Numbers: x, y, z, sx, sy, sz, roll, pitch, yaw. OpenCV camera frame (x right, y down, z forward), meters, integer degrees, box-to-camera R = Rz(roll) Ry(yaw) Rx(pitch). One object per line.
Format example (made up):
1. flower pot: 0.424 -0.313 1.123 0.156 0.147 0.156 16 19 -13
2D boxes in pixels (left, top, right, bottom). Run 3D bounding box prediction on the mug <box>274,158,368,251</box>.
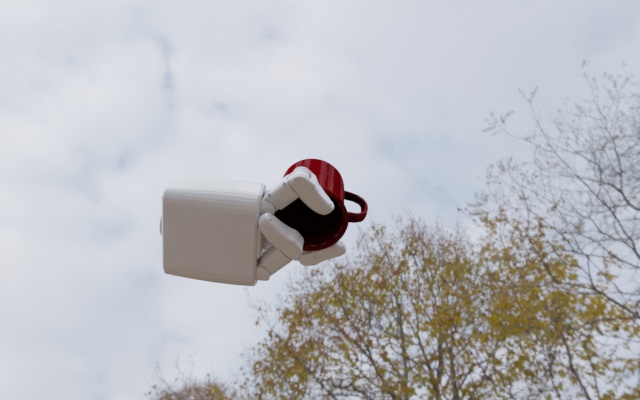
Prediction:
1. mug: 0.002 0.002 0.584 0.117 0.093 0.081 5 33 0
